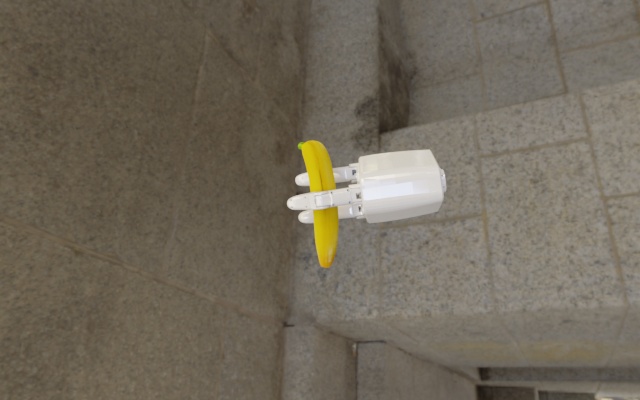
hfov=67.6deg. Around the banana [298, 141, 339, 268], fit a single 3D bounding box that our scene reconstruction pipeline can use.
[{"bbox_3d":[0.002,-0.007,0.674,0.037,0.197,0.070,-6,-19,-10],"label":"banana"}]
